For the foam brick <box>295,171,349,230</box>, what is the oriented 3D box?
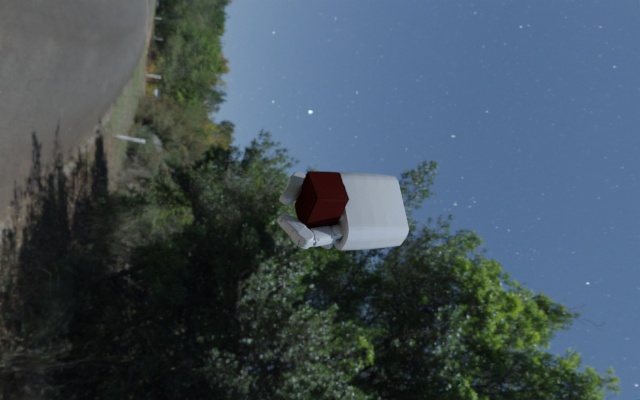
[{"bbox_3d":[0.000,0.002,0.685,0.051,0.053,0.078,0,-40,-21],"label":"foam brick"}]
